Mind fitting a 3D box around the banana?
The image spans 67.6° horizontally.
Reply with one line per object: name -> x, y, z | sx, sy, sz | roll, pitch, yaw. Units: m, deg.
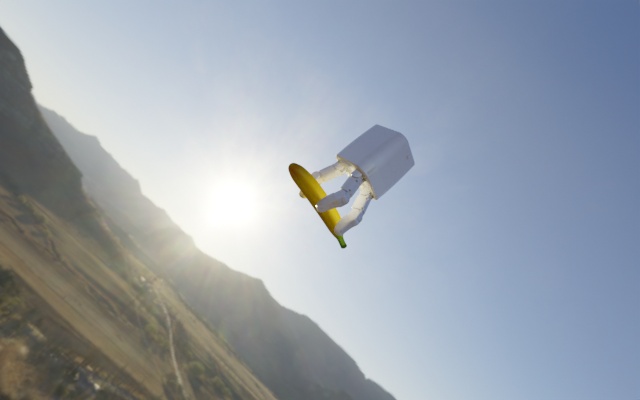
banana -> -0.003, -0.001, 0.891 | 0.037, 0.198, 0.069 | -35, 24, 0
